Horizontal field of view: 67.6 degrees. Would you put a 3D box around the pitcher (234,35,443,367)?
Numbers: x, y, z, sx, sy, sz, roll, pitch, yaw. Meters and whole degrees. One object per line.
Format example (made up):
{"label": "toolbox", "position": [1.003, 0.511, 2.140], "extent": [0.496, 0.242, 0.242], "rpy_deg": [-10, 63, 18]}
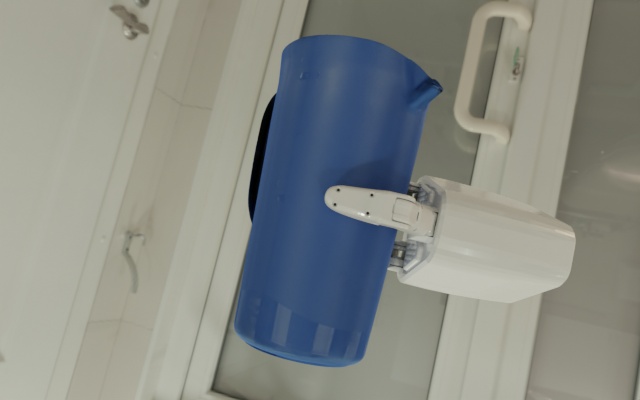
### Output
{"label": "pitcher", "position": [0.000, 0.001, 0.404], "extent": [0.145, 0.243, 0.149], "rpy_deg": [13, -7, -2]}
